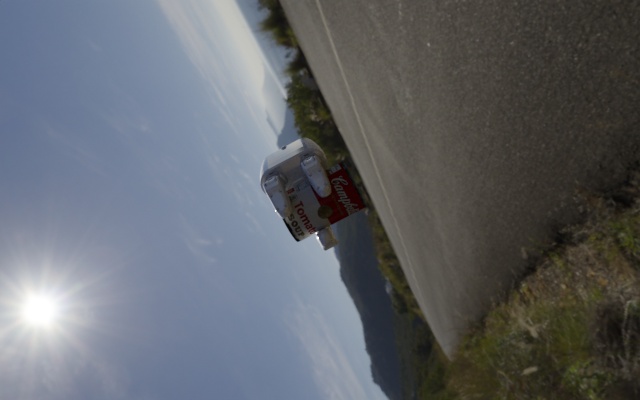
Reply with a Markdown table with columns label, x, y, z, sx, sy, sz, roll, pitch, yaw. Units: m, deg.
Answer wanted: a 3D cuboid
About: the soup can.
| label | x | y | z | sx | sy | sz | roll | pitch | yaw |
| --- | --- | --- | --- | --- | --- | --- | --- | --- | --- |
| soup can | 0.000 | 0.002 | 0.622 | 0.102 | 0.068 | 0.068 | -28 | -1 | 2 |
